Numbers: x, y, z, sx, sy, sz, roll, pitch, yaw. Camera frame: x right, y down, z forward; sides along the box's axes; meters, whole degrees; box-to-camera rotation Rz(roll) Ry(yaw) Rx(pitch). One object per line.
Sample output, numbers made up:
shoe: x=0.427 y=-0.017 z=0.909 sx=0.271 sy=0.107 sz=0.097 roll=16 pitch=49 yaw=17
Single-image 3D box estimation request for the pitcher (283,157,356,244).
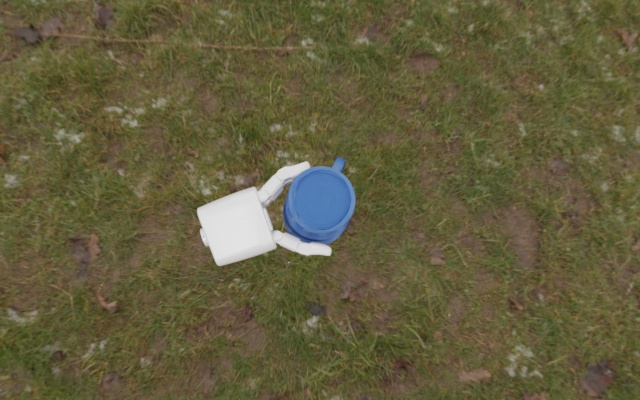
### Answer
pitcher: x=0.000 y=0.003 z=0.860 sx=0.145 sy=0.149 sz=0.243 roll=-17 pitch=-6 yaw=-5
